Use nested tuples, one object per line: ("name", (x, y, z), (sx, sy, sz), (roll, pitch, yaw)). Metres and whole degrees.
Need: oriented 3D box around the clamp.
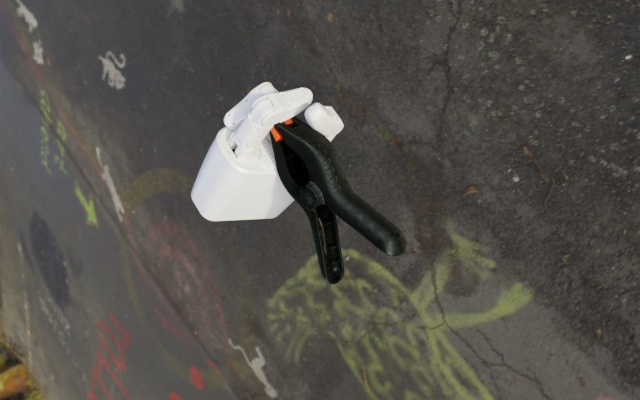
("clamp", (0.000, 0.002, 0.457), (0.039, 0.171, 0.120), (-21, -18, -42))
